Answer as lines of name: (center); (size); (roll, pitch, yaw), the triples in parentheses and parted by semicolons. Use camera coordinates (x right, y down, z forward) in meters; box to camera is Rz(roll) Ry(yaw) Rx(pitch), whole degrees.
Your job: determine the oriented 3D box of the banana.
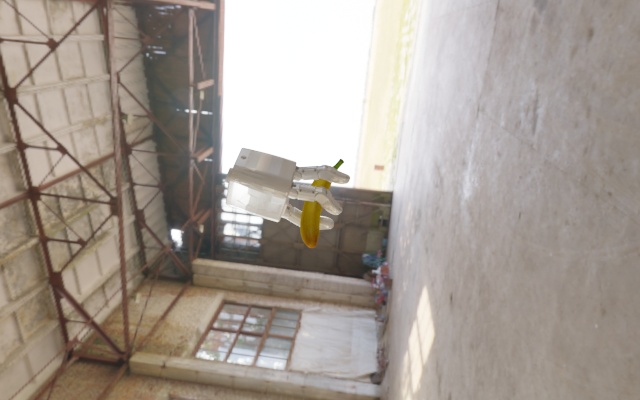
banana: (-0.007, 0.007, 0.886); (0.037, 0.197, 0.070); (27, -32, -16)
